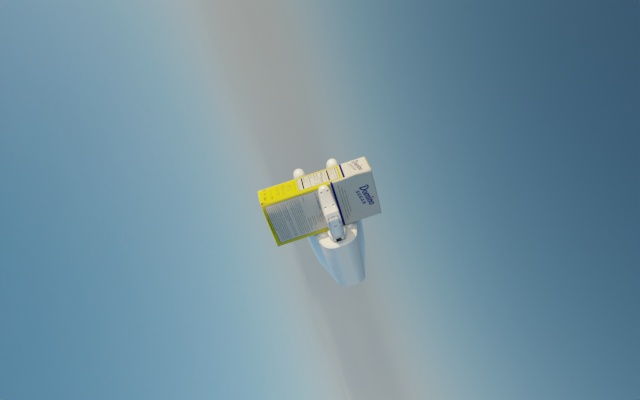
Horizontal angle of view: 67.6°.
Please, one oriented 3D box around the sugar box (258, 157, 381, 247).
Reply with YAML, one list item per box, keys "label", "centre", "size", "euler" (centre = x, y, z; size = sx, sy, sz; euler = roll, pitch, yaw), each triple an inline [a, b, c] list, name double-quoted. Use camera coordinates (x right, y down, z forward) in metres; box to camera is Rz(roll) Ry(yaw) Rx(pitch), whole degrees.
- label: "sugar box"
  centre: [0.000, 0.002, 0.749]
  size: [0.176, 0.093, 0.048]
  euler: [-19, 39, -1]
